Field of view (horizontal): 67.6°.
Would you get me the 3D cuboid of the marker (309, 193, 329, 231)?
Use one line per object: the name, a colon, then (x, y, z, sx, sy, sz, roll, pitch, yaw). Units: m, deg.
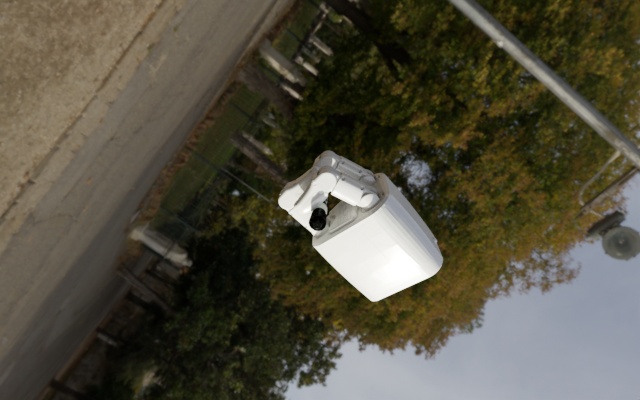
marker: (0.000, 0.002, 0.544, 0.020, 0.020, 0.121, 0, 23, 3)
